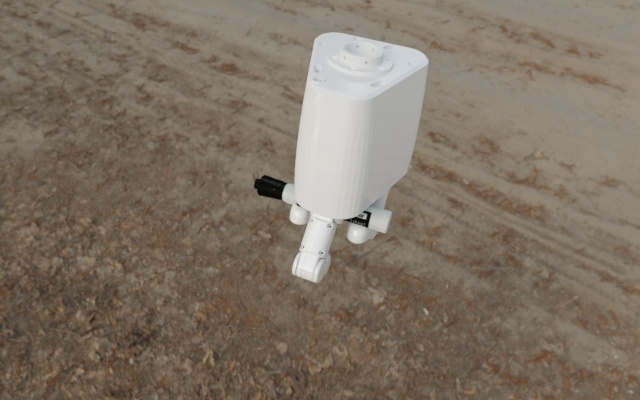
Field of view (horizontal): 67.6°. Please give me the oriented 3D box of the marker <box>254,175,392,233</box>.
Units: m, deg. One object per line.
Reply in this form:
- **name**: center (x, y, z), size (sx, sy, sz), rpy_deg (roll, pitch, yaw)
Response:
- **marker**: center (0.000, 0.001, 0.406), size (0.121, 0.020, 0.020), rpy_deg (17, 3, 12)
